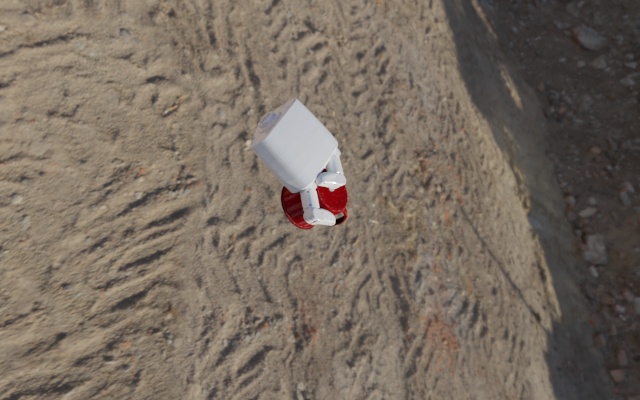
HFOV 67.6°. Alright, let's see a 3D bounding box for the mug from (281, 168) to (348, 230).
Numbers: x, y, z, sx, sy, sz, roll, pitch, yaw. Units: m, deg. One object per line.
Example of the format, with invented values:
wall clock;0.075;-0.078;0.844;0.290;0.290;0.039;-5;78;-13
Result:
mug;0.001;0.004;0.829;0.081;0.093;0.117;-24;-59;39
